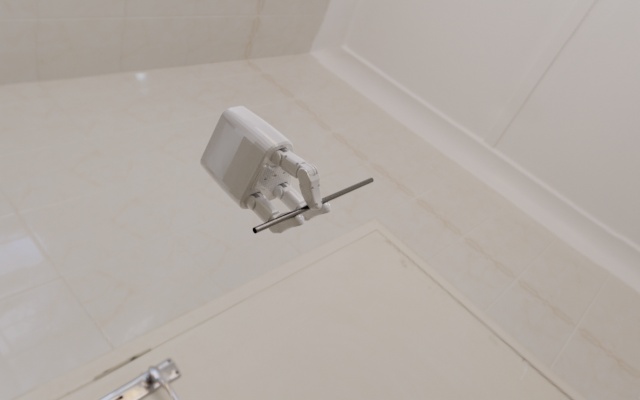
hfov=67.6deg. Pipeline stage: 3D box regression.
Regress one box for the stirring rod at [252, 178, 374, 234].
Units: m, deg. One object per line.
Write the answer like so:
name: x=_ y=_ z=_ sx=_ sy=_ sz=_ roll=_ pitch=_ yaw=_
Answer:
stirring rod: x=0.000 y=0.002 z=0.657 sx=0.011 sy=0.011 sz=0.239 roll=0 pitch=16 yaw=43
